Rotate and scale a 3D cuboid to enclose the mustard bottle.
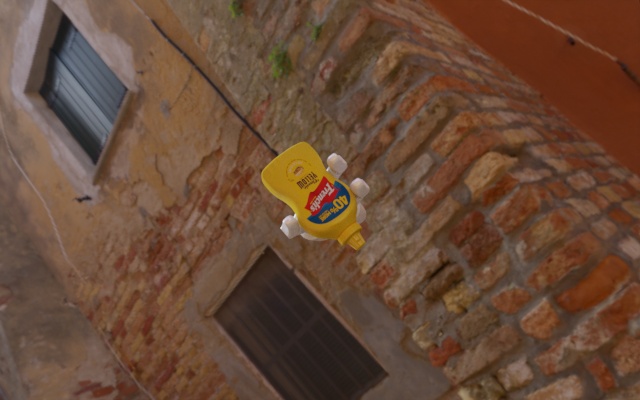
[{"bbox_3d":[0.000,0.002,0.750,0.096,0.191,0.058,-38,-15,-17],"label":"mustard bottle"}]
